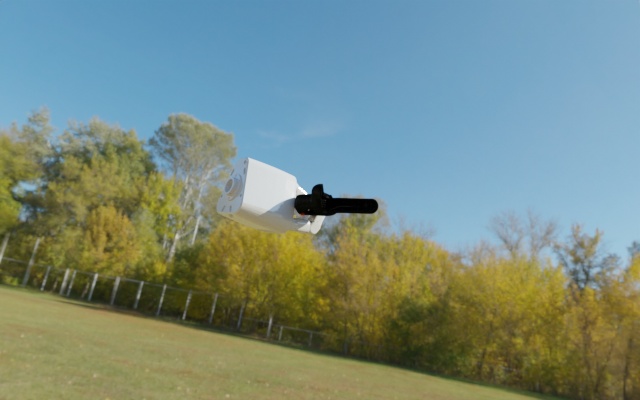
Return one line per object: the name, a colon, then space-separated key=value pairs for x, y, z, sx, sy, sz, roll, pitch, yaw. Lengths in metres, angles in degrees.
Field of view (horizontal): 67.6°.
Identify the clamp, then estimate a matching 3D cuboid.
clamp: x=0.000 y=0.002 z=0.807 sx=0.120 sy=0.039 sz=0.171 roll=25 pitch=-21 yaw=-35
